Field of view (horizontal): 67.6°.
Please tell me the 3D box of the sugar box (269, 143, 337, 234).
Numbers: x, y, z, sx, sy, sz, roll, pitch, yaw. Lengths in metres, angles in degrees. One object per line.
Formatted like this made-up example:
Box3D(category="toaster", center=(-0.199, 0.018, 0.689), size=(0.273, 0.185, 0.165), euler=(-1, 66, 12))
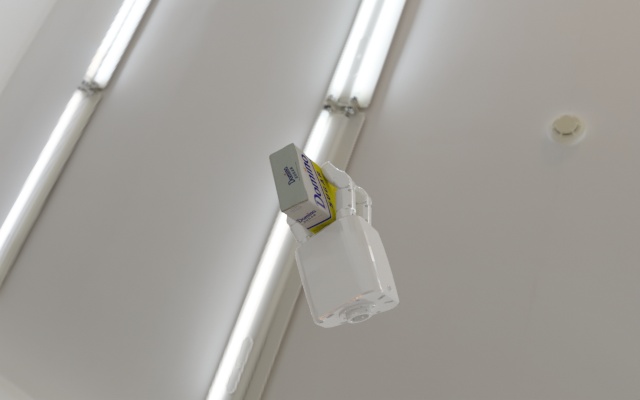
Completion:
Box3D(category="sugar box", center=(0.001, 0.002, 0.665), size=(0.048, 0.093, 0.176), euler=(-25, -32, 16))
